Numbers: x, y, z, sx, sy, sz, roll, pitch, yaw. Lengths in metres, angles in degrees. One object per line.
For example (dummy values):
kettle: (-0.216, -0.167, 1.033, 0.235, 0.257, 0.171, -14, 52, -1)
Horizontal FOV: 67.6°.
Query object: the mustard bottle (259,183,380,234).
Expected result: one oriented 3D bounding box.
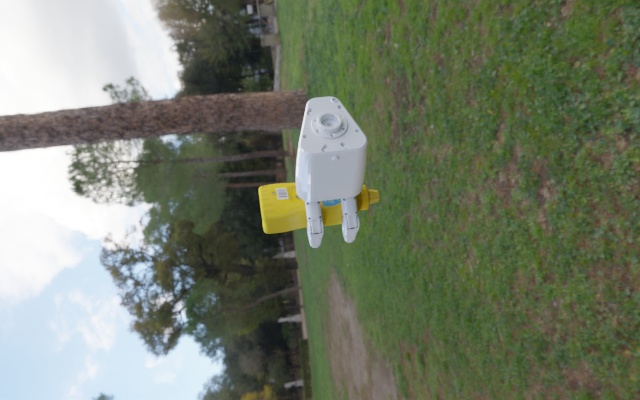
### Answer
mustard bottle: (0.000, 0.003, 0.765, 0.191, 0.058, 0.096, -7, 33, -7)
